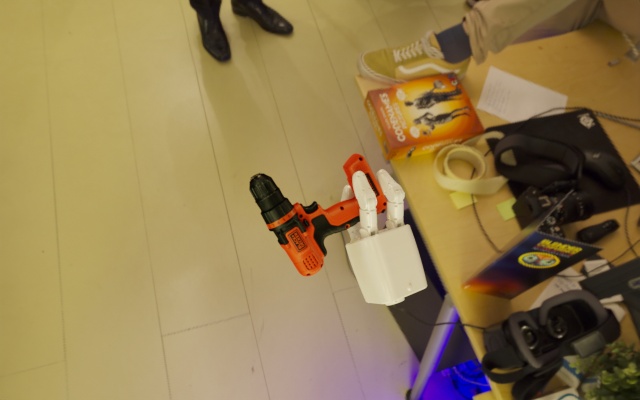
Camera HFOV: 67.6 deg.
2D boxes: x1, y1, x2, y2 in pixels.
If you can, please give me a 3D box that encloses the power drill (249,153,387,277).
[{"bbox_3d":[0.001,0.003,0.767,0.187,0.184,0.057,-32,15,-10],"label":"power drill"}]
